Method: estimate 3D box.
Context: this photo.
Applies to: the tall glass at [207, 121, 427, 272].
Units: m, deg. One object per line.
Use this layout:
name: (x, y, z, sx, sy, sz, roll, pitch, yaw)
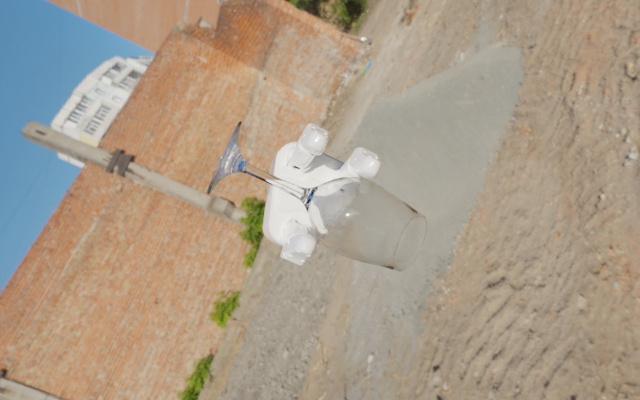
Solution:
tall glass: (-0.001, 0.001, 0.456, 0.201, 0.079, 0.079, 25, -5, -10)
